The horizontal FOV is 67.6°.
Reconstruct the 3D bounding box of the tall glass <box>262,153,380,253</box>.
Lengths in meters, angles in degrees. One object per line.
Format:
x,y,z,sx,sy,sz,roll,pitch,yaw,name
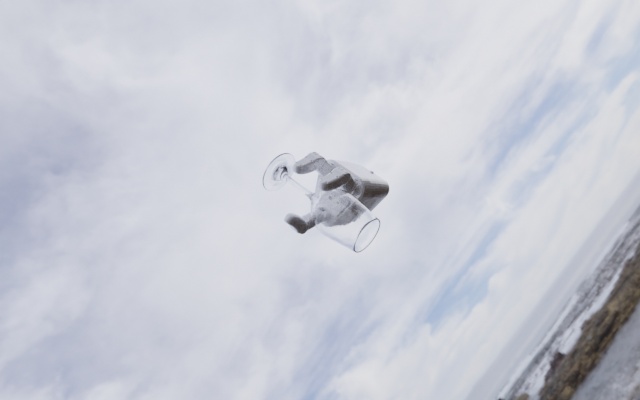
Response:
0.000,0.002,0.769,0.201,0.079,0.079,36,19,29,tall glass
